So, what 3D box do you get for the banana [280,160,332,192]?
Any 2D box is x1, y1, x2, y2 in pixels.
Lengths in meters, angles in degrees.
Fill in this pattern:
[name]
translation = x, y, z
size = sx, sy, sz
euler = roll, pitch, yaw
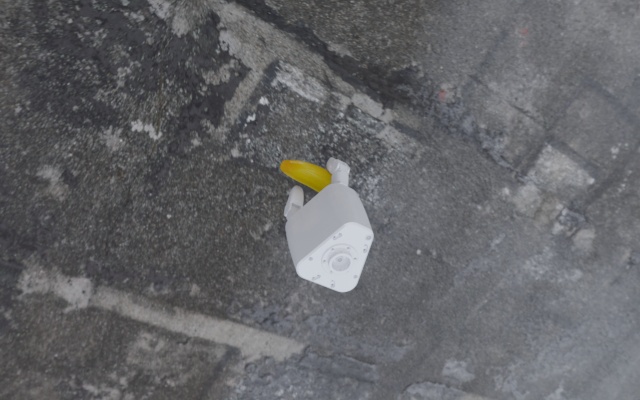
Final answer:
[banana]
translation = 0.017, -0.005, 0.772
size = 0.069, 0.198, 0.037
euler = -31, 32, 14
